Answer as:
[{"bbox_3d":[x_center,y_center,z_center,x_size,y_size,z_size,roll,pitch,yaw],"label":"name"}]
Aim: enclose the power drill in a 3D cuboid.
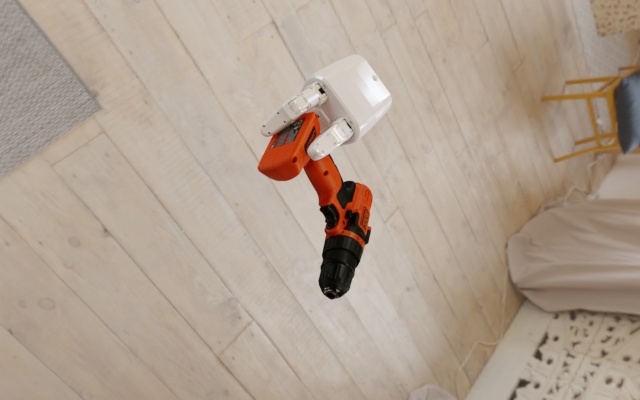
[{"bbox_3d":[0.000,0.001,0.588,0.057,0.188,0.184,-14,38,27],"label":"power drill"}]
